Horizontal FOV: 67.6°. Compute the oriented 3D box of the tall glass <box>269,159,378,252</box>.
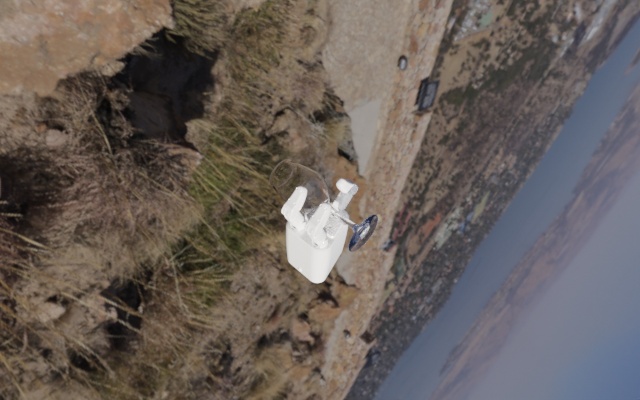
[{"bbox_3d":[0.001,0.003,0.836,0.201,0.079,0.079,36,18,26],"label":"tall glass"}]
